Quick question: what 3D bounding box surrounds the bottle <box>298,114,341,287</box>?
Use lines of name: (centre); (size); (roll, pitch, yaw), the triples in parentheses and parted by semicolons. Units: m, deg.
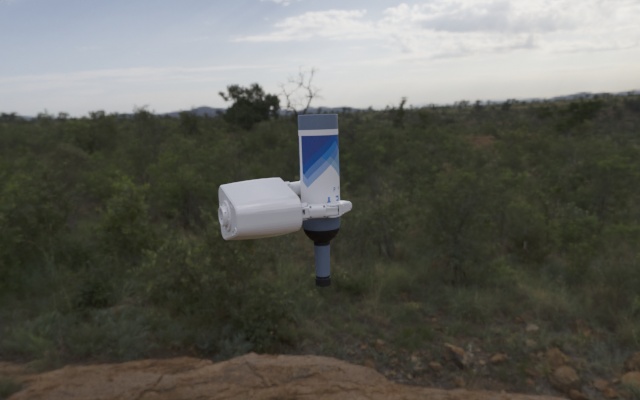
bottle: (0.000, 0.002, 0.817); (0.069, 0.296, 0.069); (-2, 10, 0)
